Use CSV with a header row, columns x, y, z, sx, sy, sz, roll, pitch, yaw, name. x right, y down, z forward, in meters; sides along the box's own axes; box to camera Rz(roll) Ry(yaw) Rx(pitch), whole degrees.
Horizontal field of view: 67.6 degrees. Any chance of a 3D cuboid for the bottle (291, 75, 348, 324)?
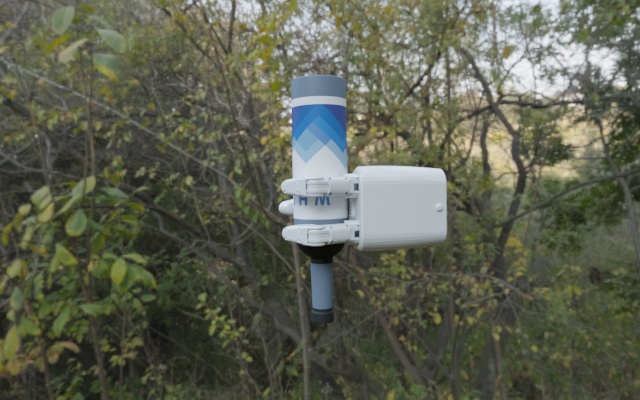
x,y,z,sx,sy,sz,roll,pitch,yaw,name
0.000,0.002,0.585,0.069,0.296,0.069,-1,2,0,bottle
